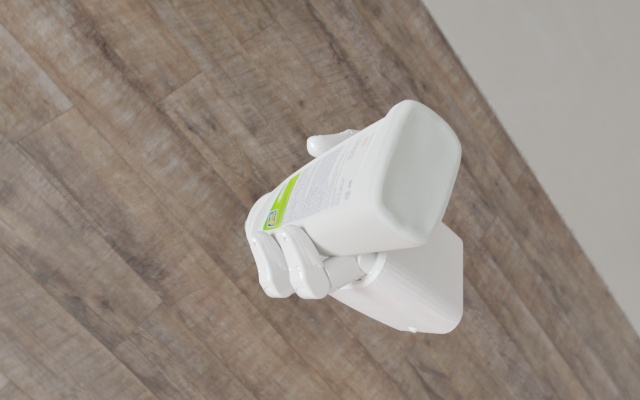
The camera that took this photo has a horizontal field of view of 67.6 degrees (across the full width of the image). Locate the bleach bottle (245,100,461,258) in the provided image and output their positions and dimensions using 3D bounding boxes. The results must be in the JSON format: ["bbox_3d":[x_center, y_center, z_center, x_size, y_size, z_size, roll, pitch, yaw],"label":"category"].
[{"bbox_3d":[0.000,0.001,0.421,0.068,0.102,0.251,34,-26,-23],"label":"bleach bottle"}]
